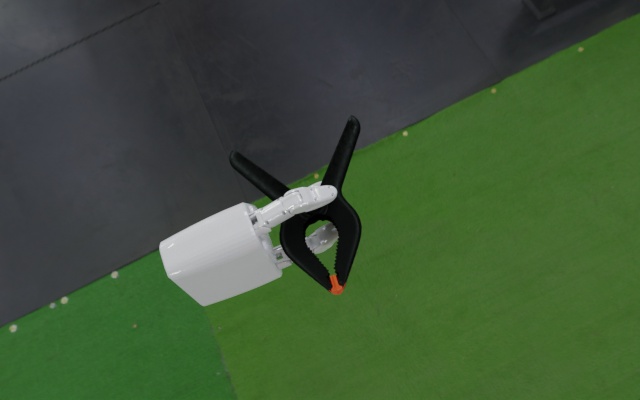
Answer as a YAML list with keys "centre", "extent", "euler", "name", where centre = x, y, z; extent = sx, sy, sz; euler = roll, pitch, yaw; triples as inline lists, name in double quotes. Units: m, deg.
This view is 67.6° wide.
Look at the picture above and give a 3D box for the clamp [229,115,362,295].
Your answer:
- centre: [0.000, 0.002, 0.556]
  extent: [0.164, 0.210, 0.036]
  euler: [-23, -19, -1]
  name: "clamp"
